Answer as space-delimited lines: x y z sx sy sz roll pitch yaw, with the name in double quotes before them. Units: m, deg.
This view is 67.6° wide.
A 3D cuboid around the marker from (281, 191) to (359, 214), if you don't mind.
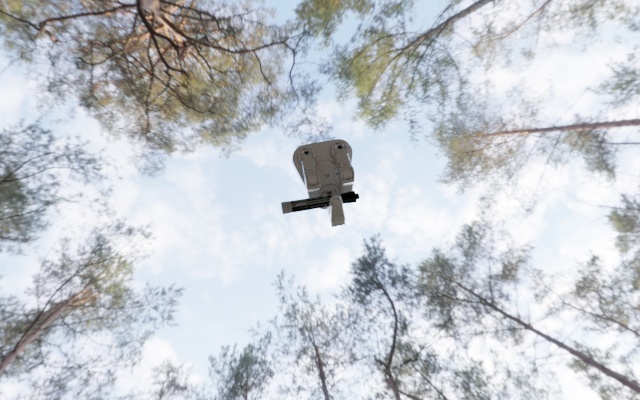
"marker" 0.000 0.002 0.735 0.121 0.020 0.020 -9 1 -5
